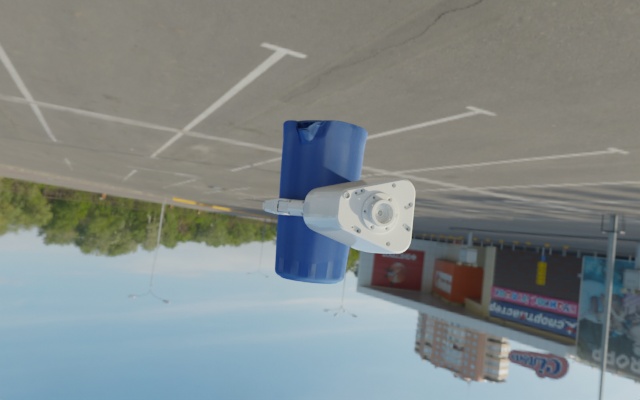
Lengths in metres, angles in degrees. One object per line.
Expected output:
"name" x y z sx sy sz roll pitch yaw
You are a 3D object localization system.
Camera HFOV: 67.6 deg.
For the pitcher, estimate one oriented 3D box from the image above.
"pitcher" 0.000 0.002 0.750 0.149 0.243 0.145 8 -4 -23
